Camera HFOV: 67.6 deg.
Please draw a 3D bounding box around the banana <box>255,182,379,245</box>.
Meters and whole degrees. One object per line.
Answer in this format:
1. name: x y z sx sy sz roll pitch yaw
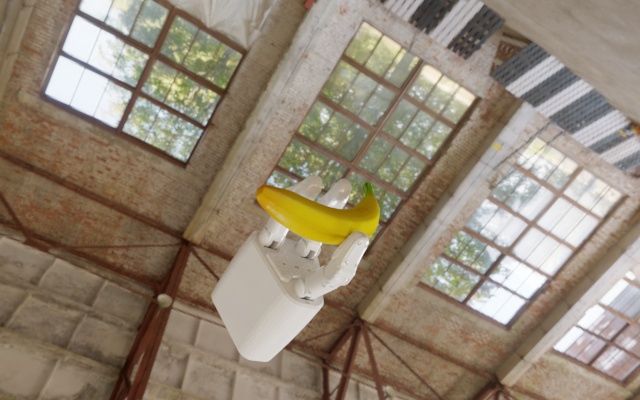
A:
1. banana: 0.012 0.016 0.498 0.037 0.069 0.198 -47 -24 26
